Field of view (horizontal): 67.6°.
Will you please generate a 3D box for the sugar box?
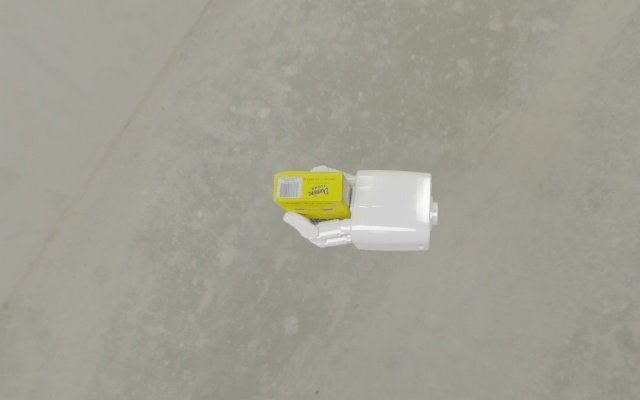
[{"bbox_3d":[0.000,0.003,0.695,0.093,0.048,0.176,1,-15,12],"label":"sugar box"}]
